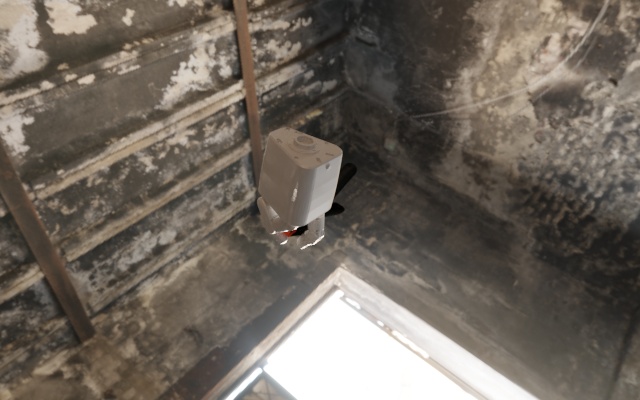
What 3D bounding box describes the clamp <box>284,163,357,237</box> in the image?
[{"bbox_3d":[0.000,0.002,0.815,0.039,0.120,0.171,32,39,24],"label":"clamp"}]
